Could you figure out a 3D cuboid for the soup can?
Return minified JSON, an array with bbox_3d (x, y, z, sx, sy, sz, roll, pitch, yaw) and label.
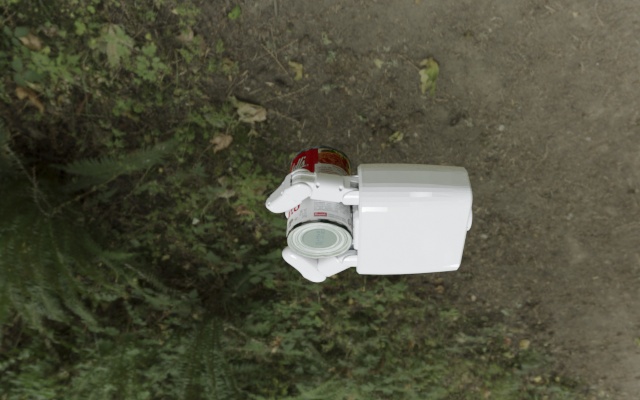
[{"bbox_3d":[0.000,0.002,0.505,0.068,0.102,0.069,1,-38,0],"label":"soup can"}]
